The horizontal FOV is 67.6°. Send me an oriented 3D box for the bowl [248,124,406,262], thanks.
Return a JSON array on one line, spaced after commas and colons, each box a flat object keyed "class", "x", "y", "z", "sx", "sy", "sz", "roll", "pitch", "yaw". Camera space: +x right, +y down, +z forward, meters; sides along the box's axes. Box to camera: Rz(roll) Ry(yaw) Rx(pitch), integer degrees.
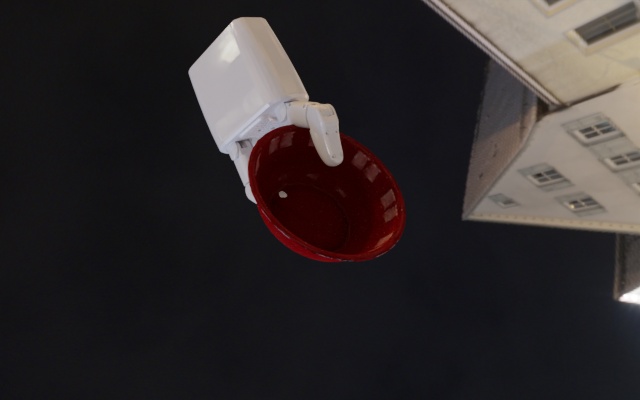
[{"class": "bowl", "x": 0.000, "y": 0.003, "z": 0.466, "sx": 0.162, "sy": 0.162, "sz": 0.055, "roll": 0, "pitch": -37, "yaw": -29}]
